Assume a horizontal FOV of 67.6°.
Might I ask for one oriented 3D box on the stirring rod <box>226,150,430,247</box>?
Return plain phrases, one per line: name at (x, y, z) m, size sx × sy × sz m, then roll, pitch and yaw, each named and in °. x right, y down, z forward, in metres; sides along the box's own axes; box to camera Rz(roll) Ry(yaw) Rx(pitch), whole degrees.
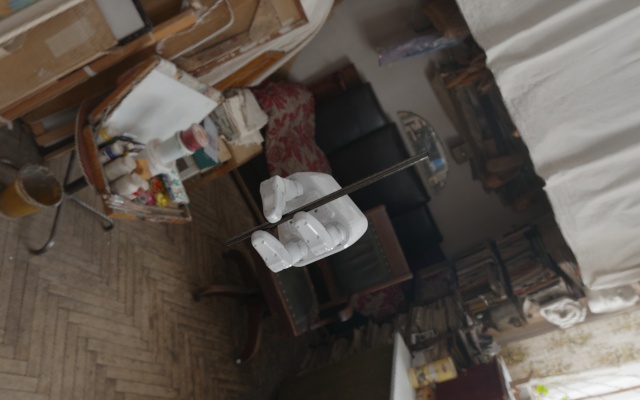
stirring rod at (0.000, 0.002, 0.500) m, size 0.239 × 0.011 × 0.011 m, roll -24°, pitch -8°, yaw 19°
